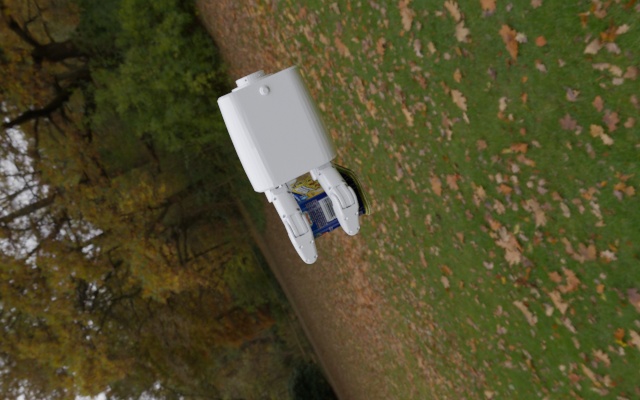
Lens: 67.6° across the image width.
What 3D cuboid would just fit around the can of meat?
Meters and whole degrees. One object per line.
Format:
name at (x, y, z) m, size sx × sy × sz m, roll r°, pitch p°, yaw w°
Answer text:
can of meat at (0.000, 0.002, 0.569) m, size 0.084 × 0.057 × 0.102 m, roll -26°, pitch 18°, yaw -11°
